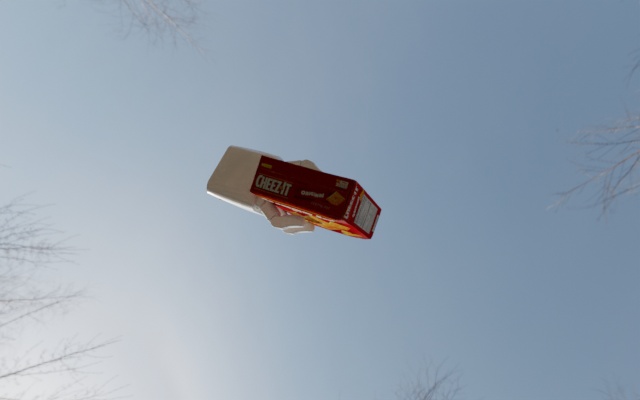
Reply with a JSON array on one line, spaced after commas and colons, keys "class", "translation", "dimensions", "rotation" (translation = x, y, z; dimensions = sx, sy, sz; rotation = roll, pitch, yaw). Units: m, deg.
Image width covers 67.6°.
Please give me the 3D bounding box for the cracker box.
[{"class": "cracker box", "translation": [0.000, 0.003, 0.817], "dimensions": [0.164, 0.072, 0.214], "rotation": [16, -7, 20]}]
